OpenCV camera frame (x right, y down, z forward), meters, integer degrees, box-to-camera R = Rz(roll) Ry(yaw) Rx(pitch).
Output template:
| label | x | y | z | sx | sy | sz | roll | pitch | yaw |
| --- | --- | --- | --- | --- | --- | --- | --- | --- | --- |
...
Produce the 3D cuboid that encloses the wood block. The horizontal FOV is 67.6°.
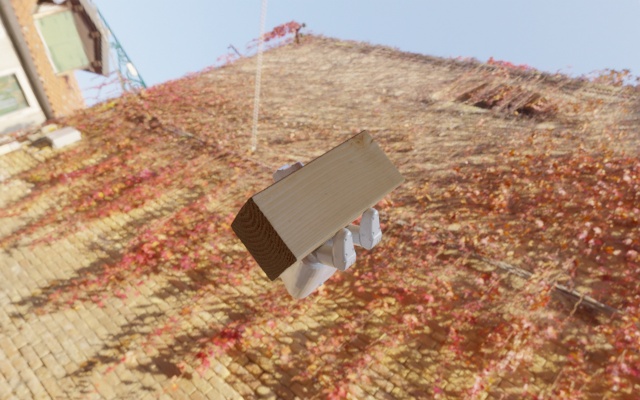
| label | x | y | z | sx | sy | sz | roll | pitch | yaw |
| --- | --- | --- | --- | --- | --- | --- | --- | --- | --- |
| wood block | 0.000 | 0.002 | 0.618 | 0.206 | 0.091 | 0.090 | -34 | -7 | -35 |
